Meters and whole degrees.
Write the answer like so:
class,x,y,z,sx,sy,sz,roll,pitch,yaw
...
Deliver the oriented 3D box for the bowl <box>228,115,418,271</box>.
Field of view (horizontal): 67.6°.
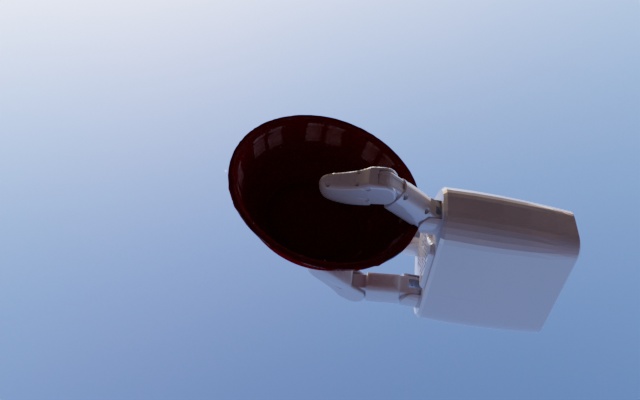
class,x,y,z,sx,sy,sz,roll,pitch,yaw
bowl,-0.001,0.001,0.407,0.162,0.162,0.055,0,-37,-18
